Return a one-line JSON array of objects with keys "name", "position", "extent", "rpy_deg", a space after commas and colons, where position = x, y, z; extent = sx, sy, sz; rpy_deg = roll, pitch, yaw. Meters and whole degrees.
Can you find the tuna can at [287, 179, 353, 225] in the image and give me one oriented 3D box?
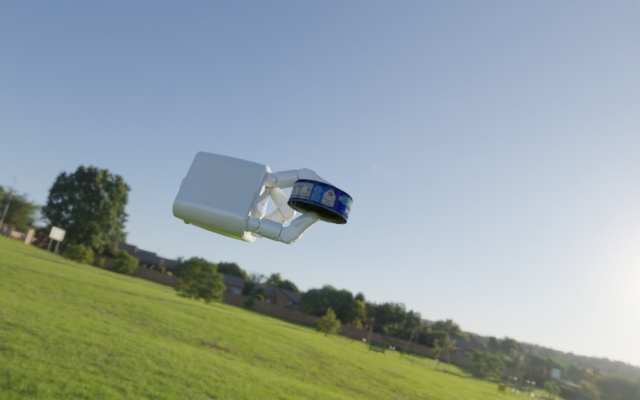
[{"name": "tuna can", "position": [0.000, 0.002, 0.650], "extent": [0.086, 0.033, 0.086], "rpy_deg": [17, -13, 4]}]
